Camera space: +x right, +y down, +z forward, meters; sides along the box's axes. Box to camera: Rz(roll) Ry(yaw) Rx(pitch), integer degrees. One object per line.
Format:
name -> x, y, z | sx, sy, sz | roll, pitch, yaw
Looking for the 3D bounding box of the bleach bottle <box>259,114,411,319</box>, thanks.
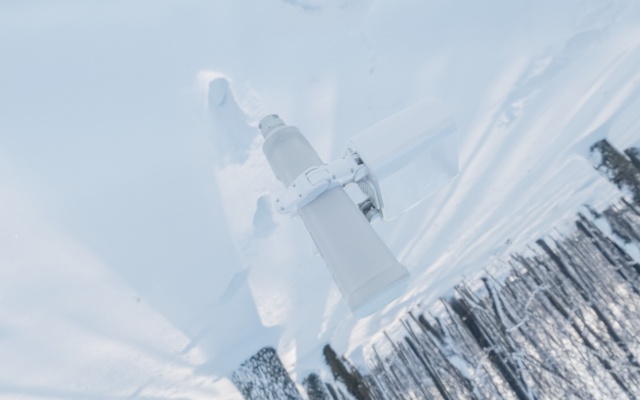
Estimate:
bleach bottle -> 0.000, 0.002, 0.518 | 0.068, 0.250, 0.103 | -31, -21, -5
